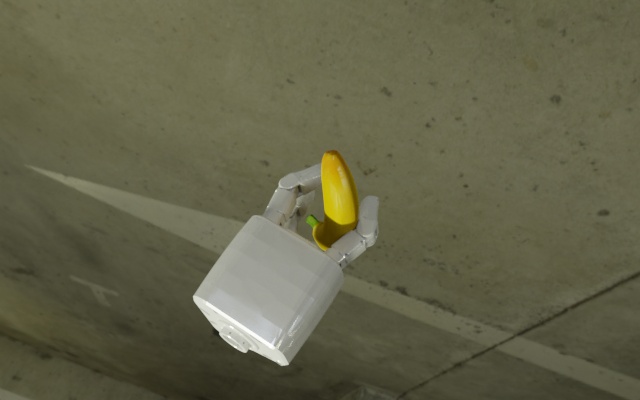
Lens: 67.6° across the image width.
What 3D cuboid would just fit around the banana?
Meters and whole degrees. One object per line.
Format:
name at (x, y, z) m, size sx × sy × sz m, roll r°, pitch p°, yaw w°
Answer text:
banana at (0.012, 0.016, 0.531) m, size 0.037 × 0.069 × 0.198 m, roll -40°, pitch -12°, yaw -22°
